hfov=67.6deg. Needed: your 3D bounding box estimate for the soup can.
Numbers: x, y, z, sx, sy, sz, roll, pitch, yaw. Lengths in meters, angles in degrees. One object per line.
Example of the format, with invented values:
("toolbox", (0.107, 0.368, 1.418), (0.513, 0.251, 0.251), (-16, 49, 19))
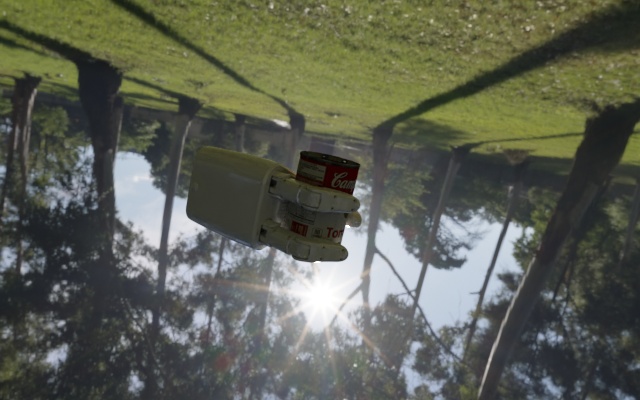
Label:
("soup can", (0.001, 0.002, 0.532), (0.068, 0.102, 0.068), (12, 10, -2))
